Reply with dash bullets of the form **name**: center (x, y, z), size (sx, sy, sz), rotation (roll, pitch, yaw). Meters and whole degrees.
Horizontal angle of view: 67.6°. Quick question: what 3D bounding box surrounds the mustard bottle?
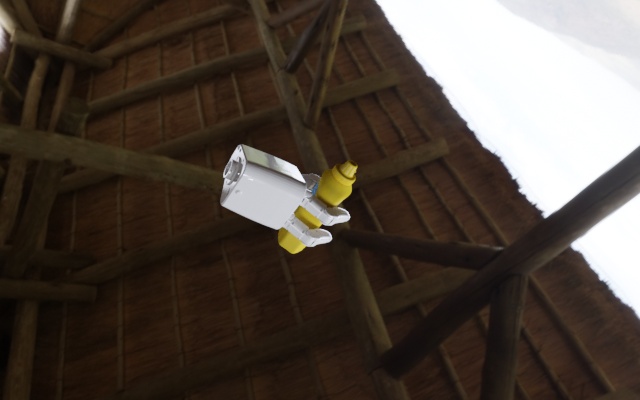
- **mustard bottle**: center (0.000, 0.003, 0.826), size (0.058, 0.192, 0.096), rotation (37, 30, -3)
